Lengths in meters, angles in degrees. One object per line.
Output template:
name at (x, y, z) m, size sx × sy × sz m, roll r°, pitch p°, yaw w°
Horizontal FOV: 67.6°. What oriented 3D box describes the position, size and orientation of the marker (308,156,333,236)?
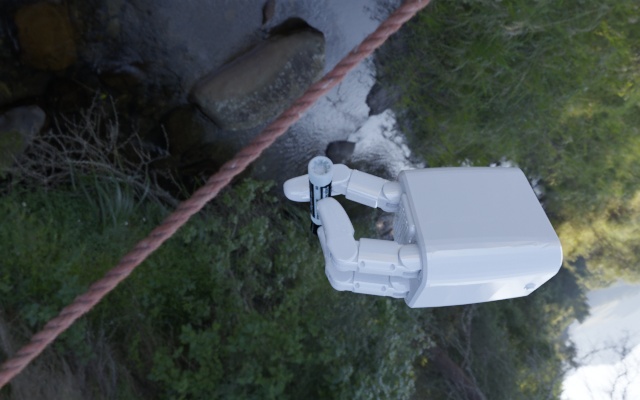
marker at (0.000, 0.001, 0.409) m, size 0.020 × 0.020 × 0.121 m, roll 0°, pitch -27°, yaw 0°
